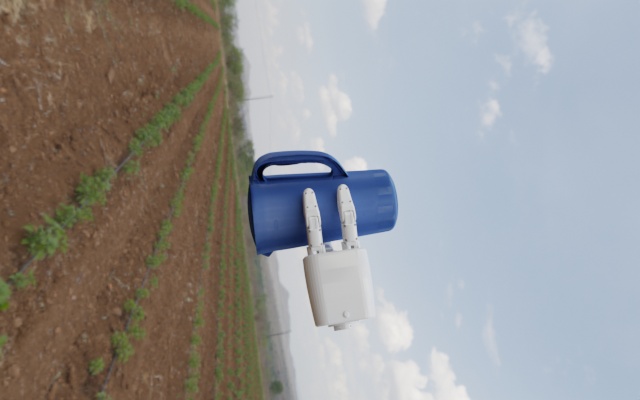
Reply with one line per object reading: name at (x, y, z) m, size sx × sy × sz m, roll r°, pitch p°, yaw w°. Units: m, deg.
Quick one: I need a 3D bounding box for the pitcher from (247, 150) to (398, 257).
pitcher at (0.000, 0.003, 0.798) m, size 0.243 × 0.145 × 0.149 m, roll -7°, pitch -17°, yaw -8°
